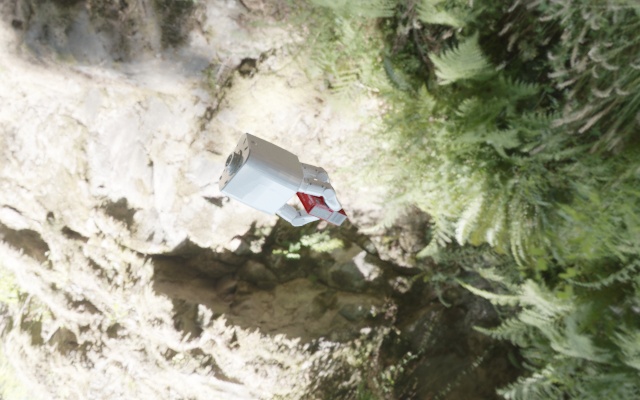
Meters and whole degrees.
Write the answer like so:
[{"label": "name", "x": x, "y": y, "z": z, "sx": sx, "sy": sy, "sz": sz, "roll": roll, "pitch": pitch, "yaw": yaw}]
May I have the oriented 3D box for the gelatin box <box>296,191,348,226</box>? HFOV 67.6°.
[{"label": "gelatin box", "x": 0.000, "y": 0.003, "z": 0.887, "sx": 0.089, "sy": 0.030, "sz": 0.073, "roll": 23, "pitch": 26, "yaw": -41}]
